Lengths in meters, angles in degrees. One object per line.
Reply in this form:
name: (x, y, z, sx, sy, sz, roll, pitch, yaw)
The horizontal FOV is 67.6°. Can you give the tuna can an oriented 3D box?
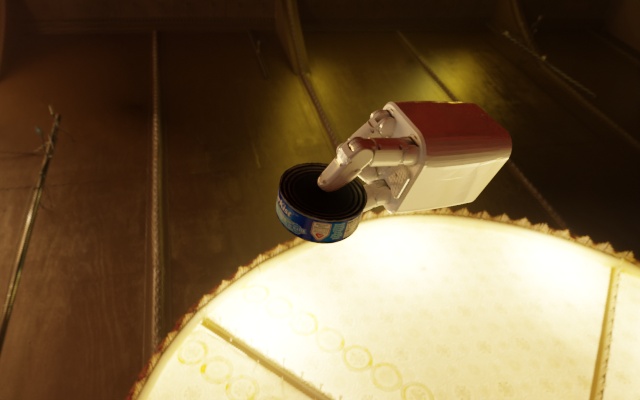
tuna can: (0.000, 0.002, 0.464, 0.086, 0.034, 0.086, 8, 39, -7)
